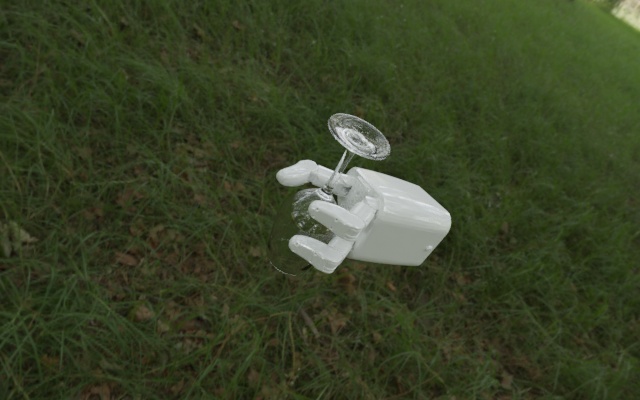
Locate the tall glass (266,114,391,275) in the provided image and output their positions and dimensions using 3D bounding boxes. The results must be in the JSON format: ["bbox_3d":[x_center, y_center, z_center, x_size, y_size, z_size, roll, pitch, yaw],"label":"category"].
[{"bbox_3d":[0.000,0.001,0.557,0.079,0.201,0.079,20,36,-16],"label":"tall glass"}]
